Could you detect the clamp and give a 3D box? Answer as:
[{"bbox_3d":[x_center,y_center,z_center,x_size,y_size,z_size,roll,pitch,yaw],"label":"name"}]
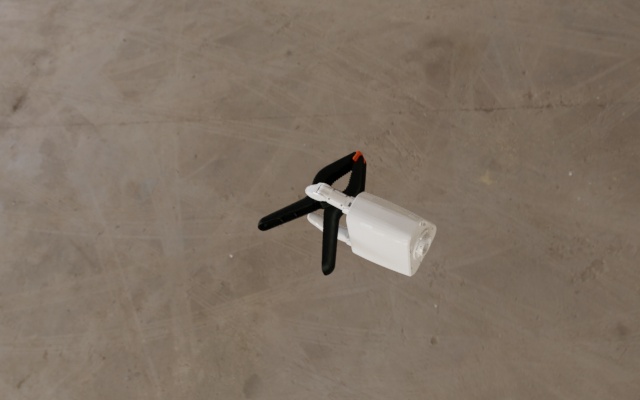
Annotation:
[{"bbox_3d":[0.000,0.002,0.793,0.164,0.210,0.036,23,-16,30],"label":"clamp"}]
